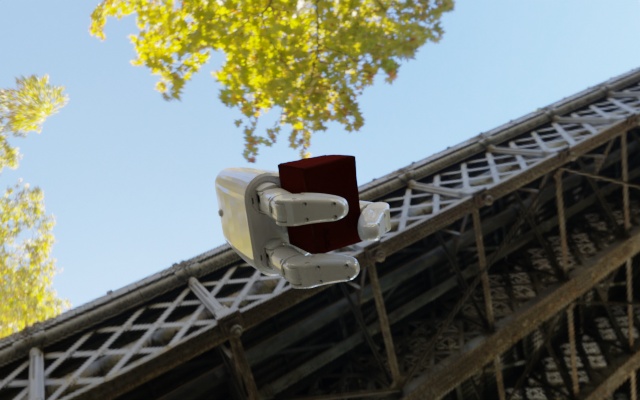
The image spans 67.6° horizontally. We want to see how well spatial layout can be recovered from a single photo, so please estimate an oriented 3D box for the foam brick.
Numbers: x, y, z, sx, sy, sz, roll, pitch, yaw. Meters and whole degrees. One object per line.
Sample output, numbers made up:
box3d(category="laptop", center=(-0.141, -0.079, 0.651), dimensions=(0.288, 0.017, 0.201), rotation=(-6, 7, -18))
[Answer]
box3d(category="foam brick", center=(0.000, 0.001, 0.421), dimensions=(0.053, 0.078, 0.051), rotation=(-14, 15, -27))
